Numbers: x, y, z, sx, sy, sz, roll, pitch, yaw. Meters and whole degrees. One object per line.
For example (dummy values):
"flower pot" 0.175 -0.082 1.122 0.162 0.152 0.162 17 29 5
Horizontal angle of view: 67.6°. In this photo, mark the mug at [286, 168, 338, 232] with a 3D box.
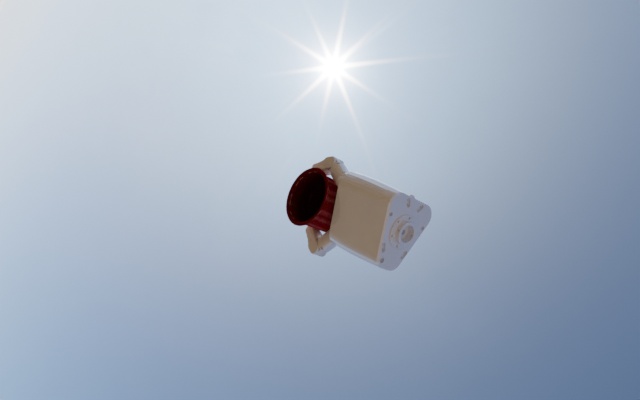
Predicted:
"mug" -0.001 0.002 0.755 0.081 0.093 0.117 24 3 -39
